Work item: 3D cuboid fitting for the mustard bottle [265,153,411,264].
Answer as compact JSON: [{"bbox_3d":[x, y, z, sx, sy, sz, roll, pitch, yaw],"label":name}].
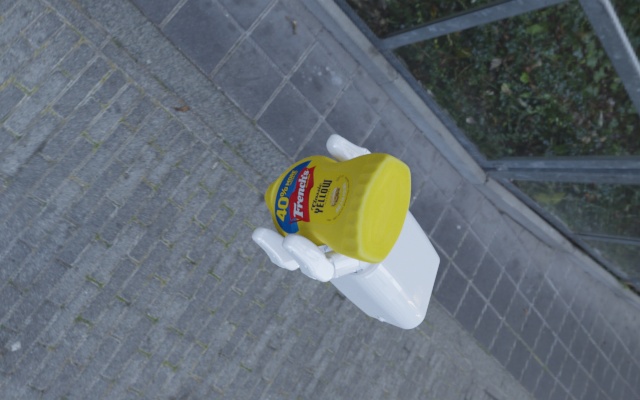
[{"bbox_3d":[0.000,0.001,0.485,0.058,0.096,0.191,22,-9,-36],"label":"mustard bottle"}]
